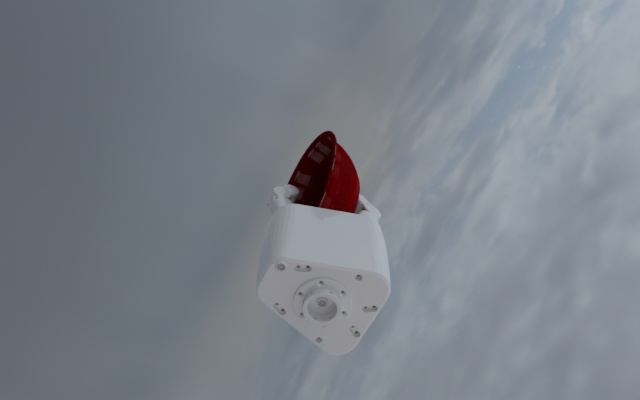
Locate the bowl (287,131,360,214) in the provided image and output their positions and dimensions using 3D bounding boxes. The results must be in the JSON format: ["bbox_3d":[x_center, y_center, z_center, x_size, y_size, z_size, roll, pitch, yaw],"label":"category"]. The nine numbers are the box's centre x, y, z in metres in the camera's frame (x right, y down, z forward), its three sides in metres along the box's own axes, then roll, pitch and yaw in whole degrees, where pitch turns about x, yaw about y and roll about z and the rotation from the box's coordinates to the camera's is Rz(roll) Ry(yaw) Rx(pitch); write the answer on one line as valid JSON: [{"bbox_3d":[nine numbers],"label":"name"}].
[{"bbox_3d":[0.000,0.001,0.568,0.055,0.162,0.162,22,-7,-18],"label":"bowl"}]
